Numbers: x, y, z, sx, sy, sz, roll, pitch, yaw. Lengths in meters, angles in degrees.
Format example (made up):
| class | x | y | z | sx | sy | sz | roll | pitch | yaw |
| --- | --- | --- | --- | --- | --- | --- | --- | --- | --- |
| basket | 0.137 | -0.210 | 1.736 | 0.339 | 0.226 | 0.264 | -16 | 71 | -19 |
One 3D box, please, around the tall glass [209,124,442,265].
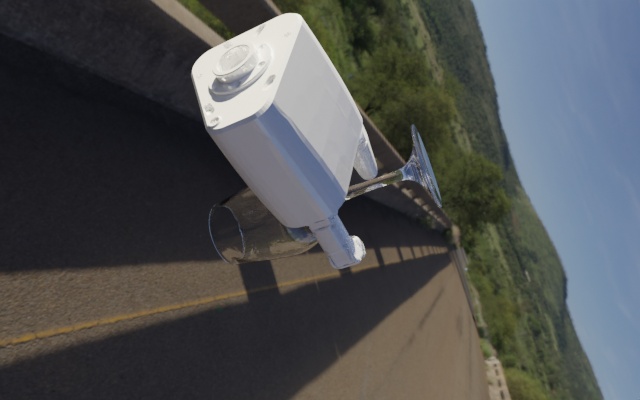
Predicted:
| class | x | y | z | sx | sy | sz | roll | pitch | yaw |
| --- | --- | --- | --- | --- | --- | --- | --- | --- | --- |
| tall glass | 0.001 | 0.001 | 0.431 | 0.201 | 0.079 | 0.079 | -19 | -6 | 17 |
